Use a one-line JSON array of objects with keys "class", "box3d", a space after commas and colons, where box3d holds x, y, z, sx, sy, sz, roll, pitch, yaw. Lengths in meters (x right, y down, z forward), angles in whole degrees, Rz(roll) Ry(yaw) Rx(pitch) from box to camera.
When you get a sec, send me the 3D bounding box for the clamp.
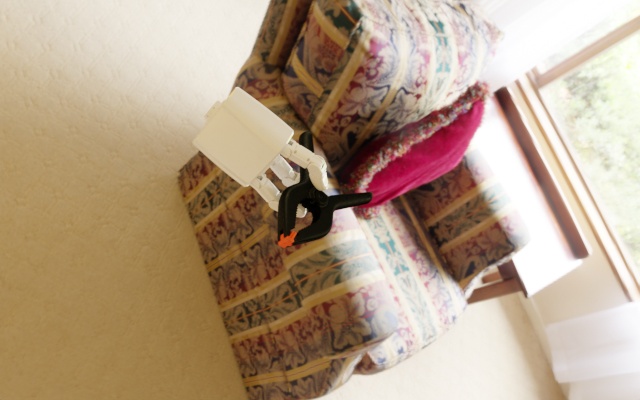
[{"class": "clamp", "box3d": [0.000, 0.002, 0.756, 0.164, 0.209, 0.036, 38, -42, -14]}]
